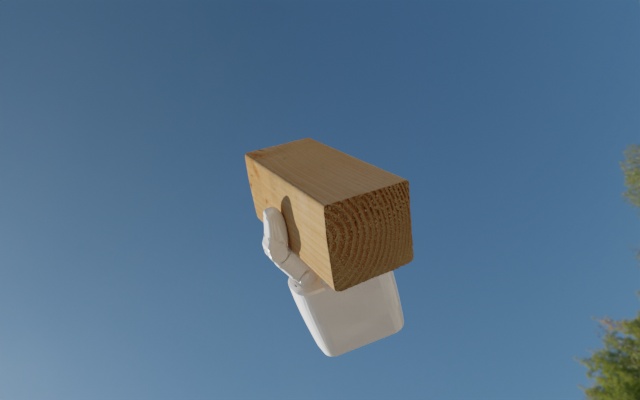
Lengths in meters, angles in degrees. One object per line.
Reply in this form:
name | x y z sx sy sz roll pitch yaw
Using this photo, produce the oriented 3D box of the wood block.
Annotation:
wood block | 0.000 0.002 0.517 0.091 0.090 0.206 -18 25 -22
